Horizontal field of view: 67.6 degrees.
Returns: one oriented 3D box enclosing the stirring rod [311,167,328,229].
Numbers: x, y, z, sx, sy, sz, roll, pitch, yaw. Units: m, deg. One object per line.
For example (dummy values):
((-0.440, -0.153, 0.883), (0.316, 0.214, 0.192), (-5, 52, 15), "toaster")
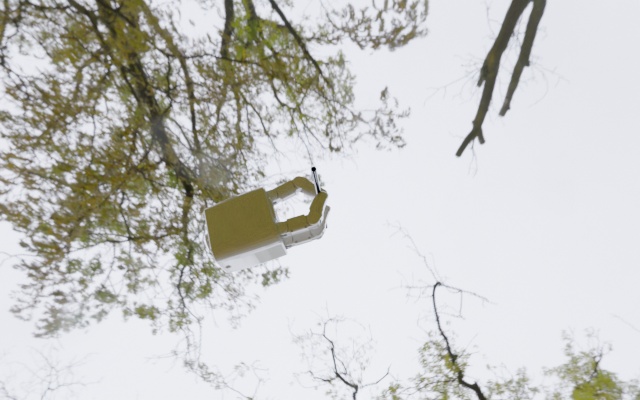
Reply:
((0.000, 0.003, 0.785), (0.011, 0.011, 0.240), (0, -23, 5), "stirring rod")
